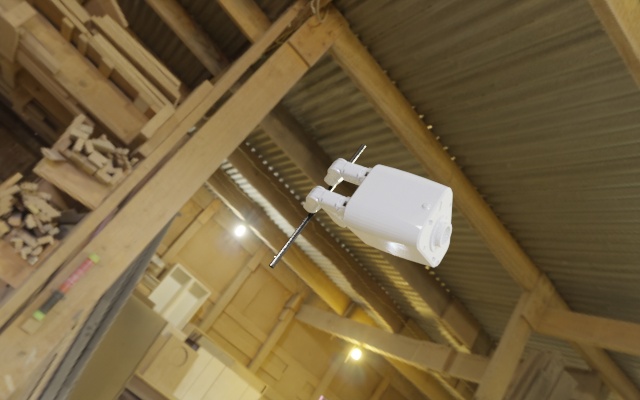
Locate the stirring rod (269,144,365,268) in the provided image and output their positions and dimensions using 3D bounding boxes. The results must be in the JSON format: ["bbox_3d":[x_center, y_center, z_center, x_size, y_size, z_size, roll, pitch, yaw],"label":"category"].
[{"bbox_3d":[0.000,0.002,0.692,0.011,0.239,0.011,30,-26,16],"label":"stirring rod"}]
